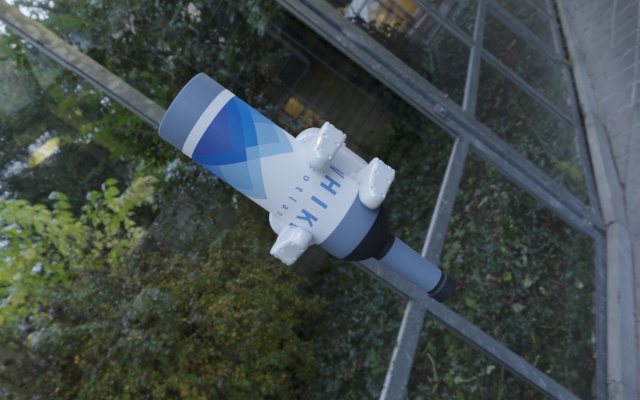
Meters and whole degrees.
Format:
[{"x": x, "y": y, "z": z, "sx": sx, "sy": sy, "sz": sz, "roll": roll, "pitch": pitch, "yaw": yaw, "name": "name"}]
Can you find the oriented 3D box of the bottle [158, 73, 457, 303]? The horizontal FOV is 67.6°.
[{"x": 0.000, "y": 0.001, "z": 0.430, "sx": 0.296, "sy": 0.069, "sz": 0.069, "roll": 35, "pitch": -6, "yaw": -8, "name": "bottle"}]
